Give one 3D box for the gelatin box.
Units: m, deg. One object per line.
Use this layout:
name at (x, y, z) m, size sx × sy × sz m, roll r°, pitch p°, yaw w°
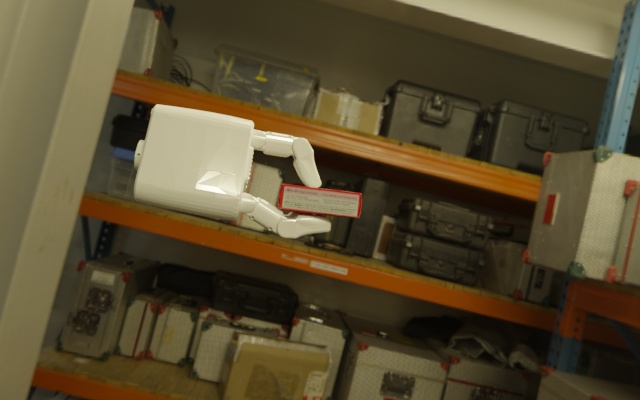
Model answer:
gelatin box at (0.000, 0.001, 0.537) m, size 0.089 × 0.030 × 0.073 m, roll 6°, pitch 0°, yaw 2°
